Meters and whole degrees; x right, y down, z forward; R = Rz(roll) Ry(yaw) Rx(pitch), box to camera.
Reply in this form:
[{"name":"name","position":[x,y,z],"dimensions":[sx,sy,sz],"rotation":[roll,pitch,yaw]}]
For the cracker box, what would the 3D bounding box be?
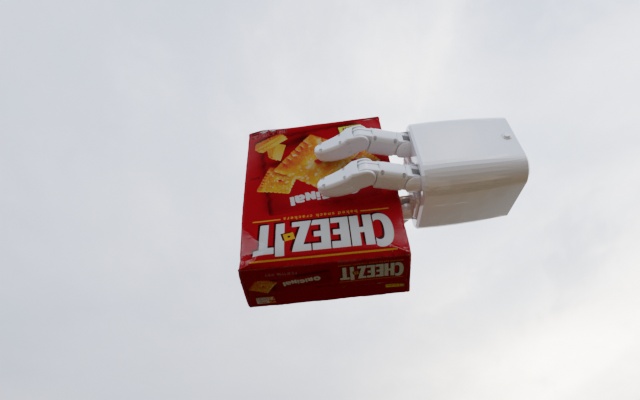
[{"name":"cracker box","position":[0.000,0.002,0.526],"dimensions":[0.164,0.213,0.072],"rotation":[-6,-45,2]}]
